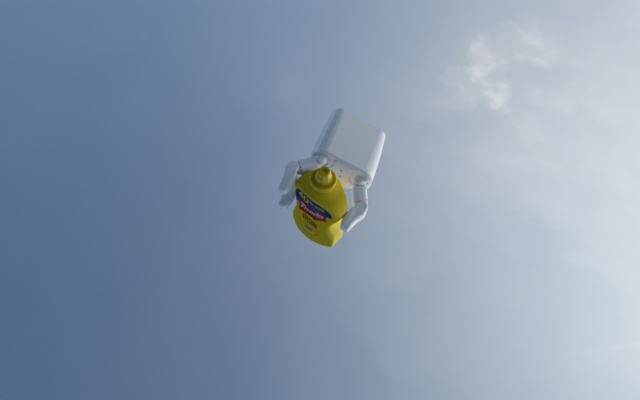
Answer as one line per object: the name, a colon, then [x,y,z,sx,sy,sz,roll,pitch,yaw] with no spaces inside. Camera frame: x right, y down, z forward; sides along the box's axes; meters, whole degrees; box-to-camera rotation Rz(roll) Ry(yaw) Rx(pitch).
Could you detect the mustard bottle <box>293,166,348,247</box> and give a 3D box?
mustard bottle: [0.000,0.003,0.794,0.096,0.058,0.192,40,-25,17]
